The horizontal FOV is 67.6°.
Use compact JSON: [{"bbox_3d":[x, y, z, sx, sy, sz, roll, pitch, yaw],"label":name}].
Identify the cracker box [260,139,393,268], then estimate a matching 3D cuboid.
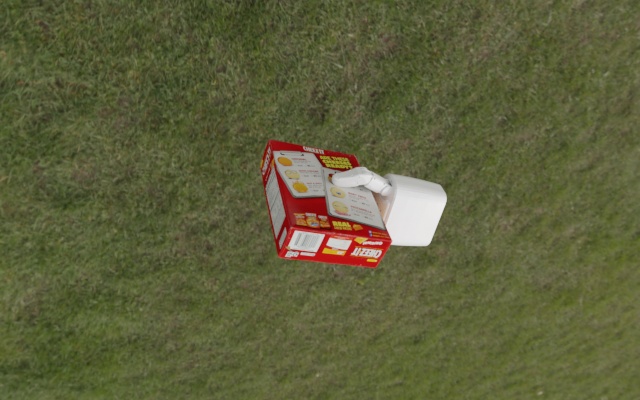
[{"bbox_3d":[0.000,0.002,0.759,0.164,0.072,0.213,9,38,-23],"label":"cracker box"}]
